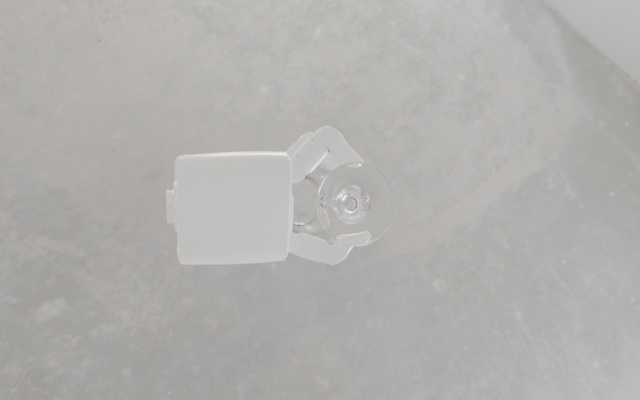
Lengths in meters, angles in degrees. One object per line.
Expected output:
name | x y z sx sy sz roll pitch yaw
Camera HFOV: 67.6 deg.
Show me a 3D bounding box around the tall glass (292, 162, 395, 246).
tall glass | 0.000 0.002 0.512 0.079 0.079 0.201 0 1 -18
